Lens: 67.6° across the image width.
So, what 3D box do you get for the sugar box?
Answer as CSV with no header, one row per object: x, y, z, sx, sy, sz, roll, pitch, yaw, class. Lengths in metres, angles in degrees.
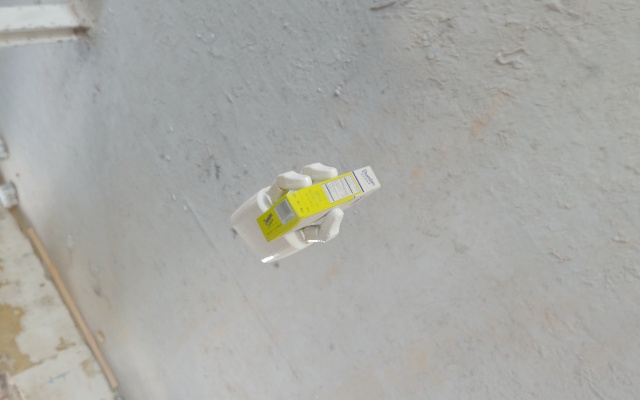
0.000,0.002,0.715,0.176,0.048,0.093,-24,-7,-43,sugar box
